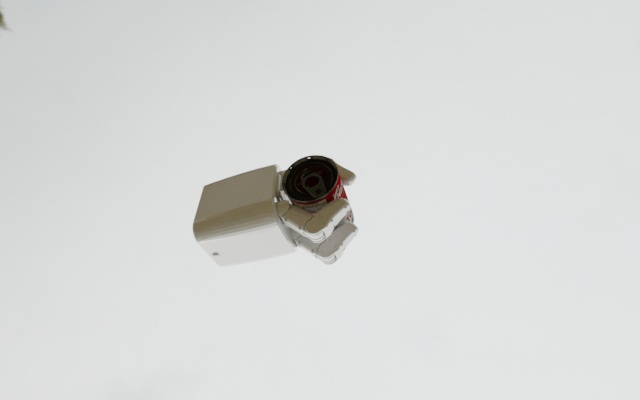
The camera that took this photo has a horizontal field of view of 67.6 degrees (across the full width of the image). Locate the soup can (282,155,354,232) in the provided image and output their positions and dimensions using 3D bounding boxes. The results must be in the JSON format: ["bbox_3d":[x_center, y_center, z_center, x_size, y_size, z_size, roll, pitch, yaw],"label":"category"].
[{"bbox_3d":[0.001,0.002,0.593,0.068,0.068,0.102,0,-34,18],"label":"soup can"}]
